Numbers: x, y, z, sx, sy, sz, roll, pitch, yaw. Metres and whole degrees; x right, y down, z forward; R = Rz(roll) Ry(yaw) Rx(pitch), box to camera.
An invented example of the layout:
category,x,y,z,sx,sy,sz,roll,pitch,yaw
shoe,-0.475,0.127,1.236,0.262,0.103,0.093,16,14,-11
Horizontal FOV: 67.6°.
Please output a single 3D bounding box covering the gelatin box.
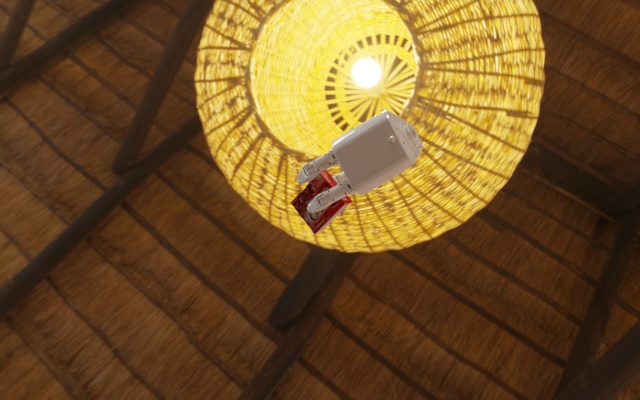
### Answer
category,x,y,z,sx,sy,sz,roll,pitch,yaw
gelatin box,0.000,0.003,0.826,0.089,0.073,0.030,-46,-14,30
